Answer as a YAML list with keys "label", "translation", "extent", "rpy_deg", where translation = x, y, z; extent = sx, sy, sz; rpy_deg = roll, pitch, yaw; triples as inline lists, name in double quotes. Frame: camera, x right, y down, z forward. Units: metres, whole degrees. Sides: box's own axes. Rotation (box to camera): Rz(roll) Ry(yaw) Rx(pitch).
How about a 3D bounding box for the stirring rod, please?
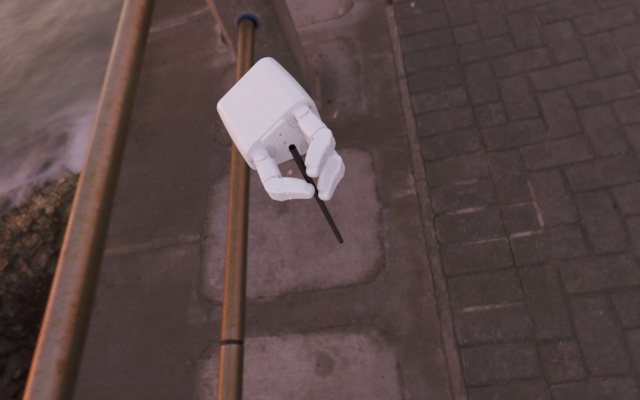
- label: "stirring rod"
  translation: [0.000, 0.002, 0.604]
  extent: [0.011, 0.011, 0.240]
  rpy_deg: [0, -29, 17]
